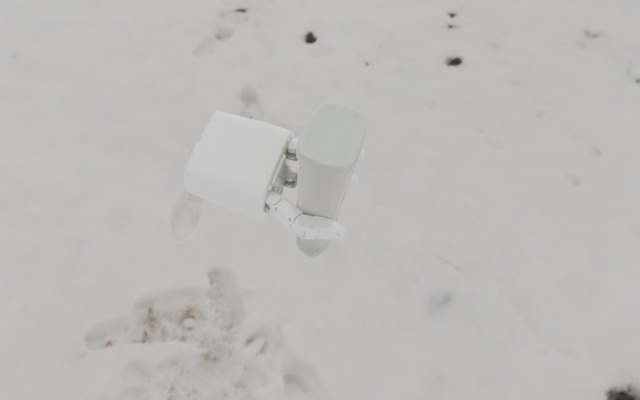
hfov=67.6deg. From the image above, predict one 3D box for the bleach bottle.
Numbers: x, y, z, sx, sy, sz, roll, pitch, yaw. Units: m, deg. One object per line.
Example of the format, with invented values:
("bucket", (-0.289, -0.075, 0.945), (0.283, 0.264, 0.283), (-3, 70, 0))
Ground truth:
("bleach bottle", (0.000, 0.002, 0.613), (0.068, 0.102, 0.251), (17, -39, 5))
